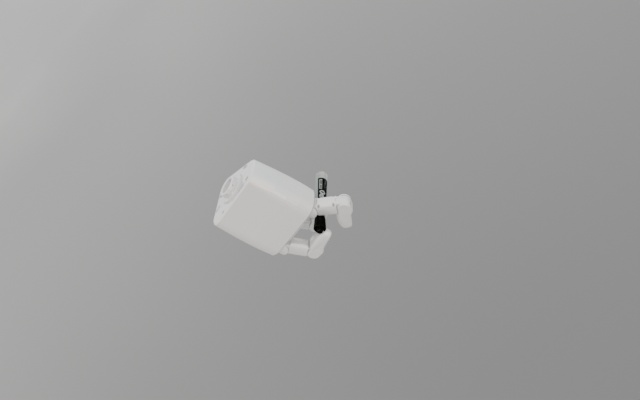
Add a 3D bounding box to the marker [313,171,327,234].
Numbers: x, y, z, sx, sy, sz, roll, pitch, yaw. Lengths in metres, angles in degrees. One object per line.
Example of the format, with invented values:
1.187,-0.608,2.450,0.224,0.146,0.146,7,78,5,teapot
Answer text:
0.000,0.002,0.735,0.020,0.121,0.020,1,-44,1,marker
